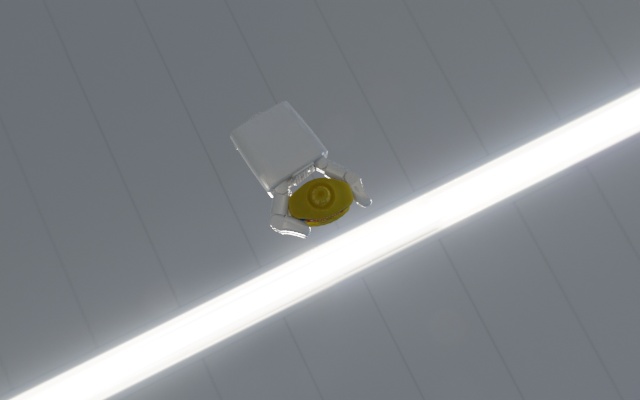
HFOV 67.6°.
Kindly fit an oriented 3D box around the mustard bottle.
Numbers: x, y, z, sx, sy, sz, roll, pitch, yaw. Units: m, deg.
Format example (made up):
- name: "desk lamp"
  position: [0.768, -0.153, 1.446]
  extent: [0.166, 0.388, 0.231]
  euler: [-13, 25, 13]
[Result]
- name: "mustard bottle"
  position: [0.000, 0.003, 0.719]
  extent: [0.096, 0.058, 0.191]
  euler: [-12, -7, -2]
